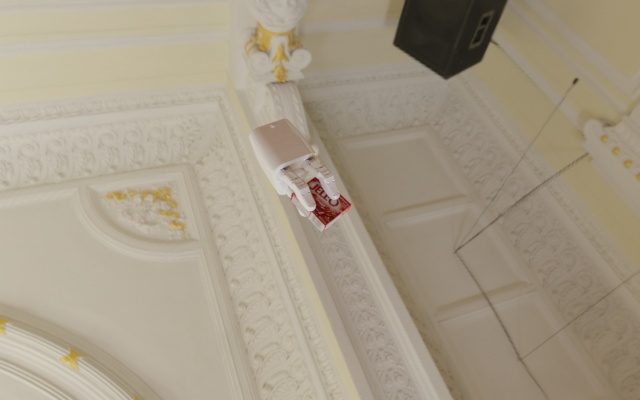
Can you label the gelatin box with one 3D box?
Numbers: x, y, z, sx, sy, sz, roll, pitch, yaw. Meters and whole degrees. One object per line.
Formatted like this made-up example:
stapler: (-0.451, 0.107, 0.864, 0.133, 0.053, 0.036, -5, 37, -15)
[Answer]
gelatin box: (0.000, 0.003, 0.885, 0.073, 0.089, 0.030, -37, -15, -31)
